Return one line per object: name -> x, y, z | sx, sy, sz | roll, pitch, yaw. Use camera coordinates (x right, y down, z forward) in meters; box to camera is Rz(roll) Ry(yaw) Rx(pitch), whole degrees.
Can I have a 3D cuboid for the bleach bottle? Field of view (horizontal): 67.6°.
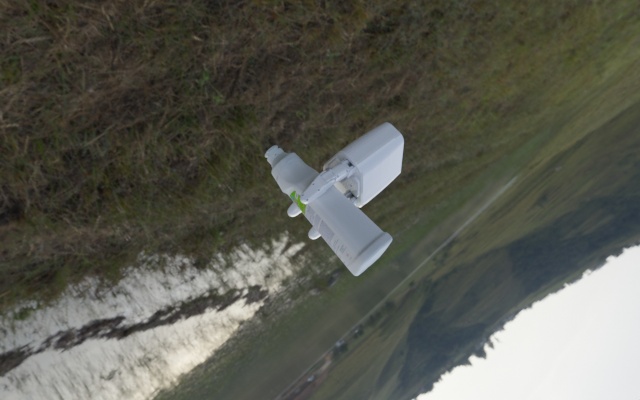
bleach bottle -> 0.000, 0.003, 0.770 | 0.068, 0.250, 0.103 | -37, -15, -22
